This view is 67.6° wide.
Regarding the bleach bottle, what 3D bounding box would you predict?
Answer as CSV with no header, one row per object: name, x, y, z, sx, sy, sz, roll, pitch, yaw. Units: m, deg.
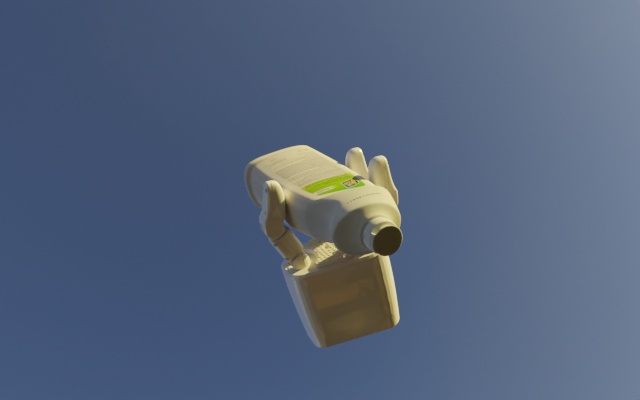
bleach bottle,0.000,0.002,0.508,0.102,0.068,0.250,-22,24,-16
